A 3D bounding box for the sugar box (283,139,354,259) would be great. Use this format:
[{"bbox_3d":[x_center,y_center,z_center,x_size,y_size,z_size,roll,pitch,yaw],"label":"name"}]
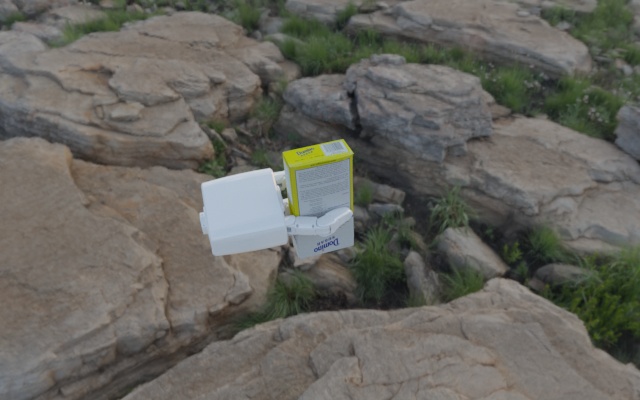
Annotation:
[{"bbox_3d":[0.000,0.002,0.704,0.093,0.176,0.048,-13,42,-12],"label":"sugar box"}]
